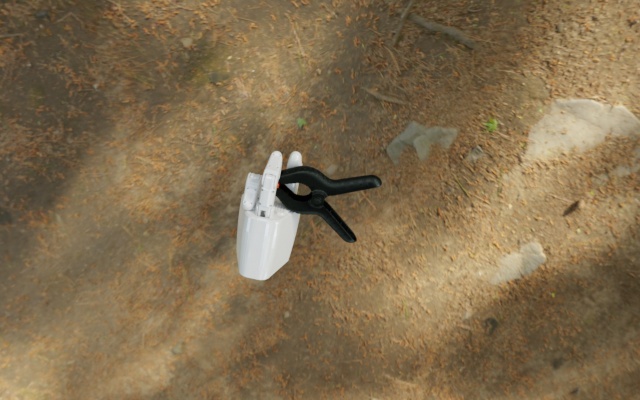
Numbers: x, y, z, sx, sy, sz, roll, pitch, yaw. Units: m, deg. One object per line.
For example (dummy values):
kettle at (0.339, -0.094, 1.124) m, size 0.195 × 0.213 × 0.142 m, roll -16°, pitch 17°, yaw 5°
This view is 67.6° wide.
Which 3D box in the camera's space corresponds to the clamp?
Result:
clamp at (0.000, 0.003, 0.743) m, size 0.171 × 0.120 × 0.039 m, roll 12°, pitch 20°, yaw 0°
